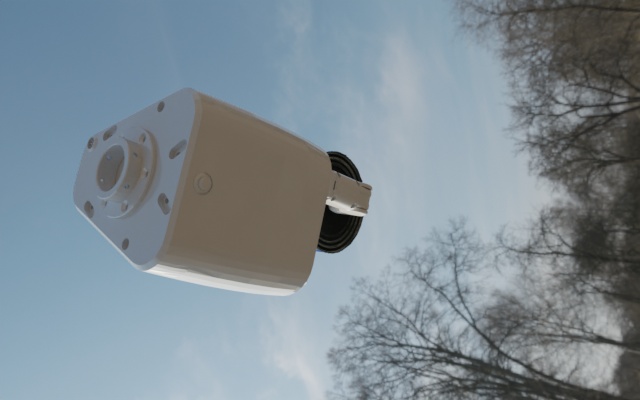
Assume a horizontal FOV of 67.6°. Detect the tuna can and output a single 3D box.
[{"bbox_3d":[0.000,0.001,0.409,0.034,0.086,0.086,1,1,40],"label":"tuna can"}]
